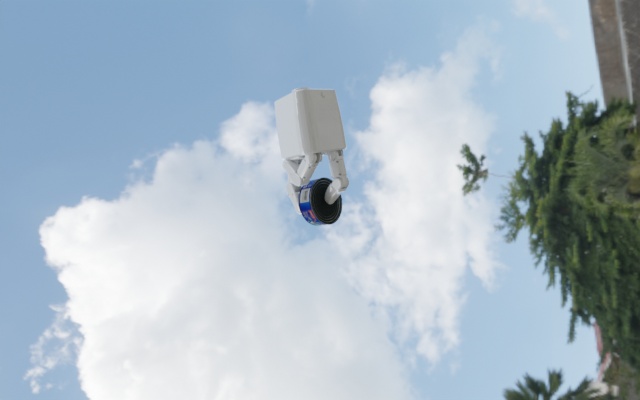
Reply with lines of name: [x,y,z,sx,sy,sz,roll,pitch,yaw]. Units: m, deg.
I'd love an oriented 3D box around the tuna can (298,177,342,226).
tuna can: [0.000,0.003,0.868,0.034,0.086,0.086,-10,-7,42]
